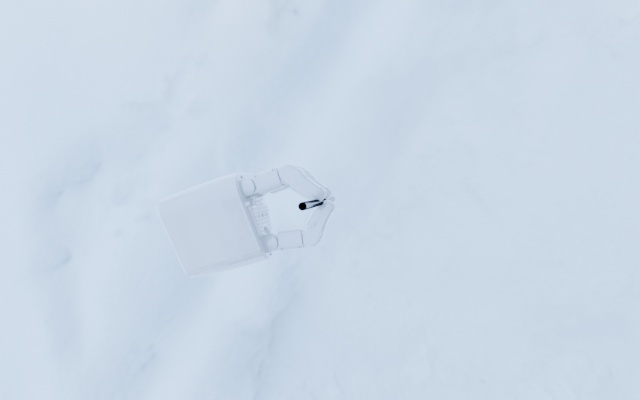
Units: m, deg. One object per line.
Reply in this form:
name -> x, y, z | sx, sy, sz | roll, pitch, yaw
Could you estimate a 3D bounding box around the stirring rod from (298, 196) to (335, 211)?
stirring rod -> 0.000, 0.002, 0.570 | 0.011, 0.011, 0.239 | 0, 2, 8
